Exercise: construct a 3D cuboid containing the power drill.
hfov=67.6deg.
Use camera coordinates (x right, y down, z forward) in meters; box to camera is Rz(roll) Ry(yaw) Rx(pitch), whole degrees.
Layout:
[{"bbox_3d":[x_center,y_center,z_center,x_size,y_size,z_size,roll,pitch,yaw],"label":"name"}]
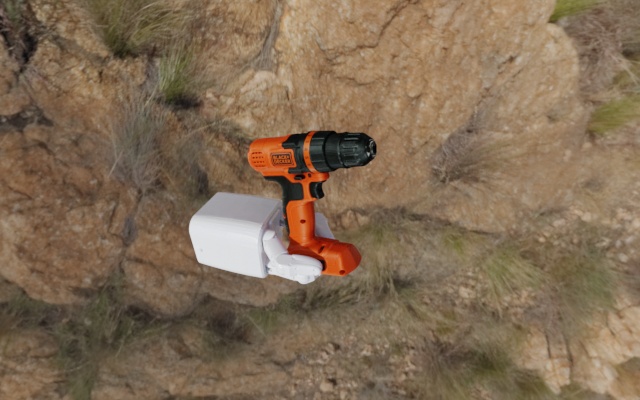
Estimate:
[{"bbox_3d":[0.000,0.002,0.618,0.184,0.188,0.057,2,21,36],"label":"power drill"}]
